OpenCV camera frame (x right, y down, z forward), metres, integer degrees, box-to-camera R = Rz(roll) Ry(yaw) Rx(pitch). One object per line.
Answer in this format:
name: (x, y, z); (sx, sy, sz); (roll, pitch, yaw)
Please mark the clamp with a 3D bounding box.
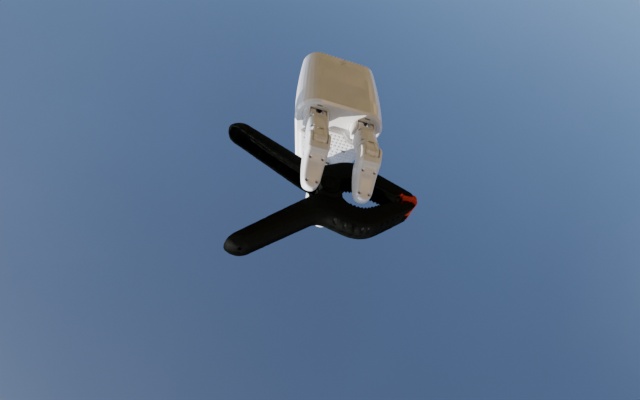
clamp: (0.000, 0.002, 0.485); (0.210, 0.164, 0.036); (13, -43, -13)
